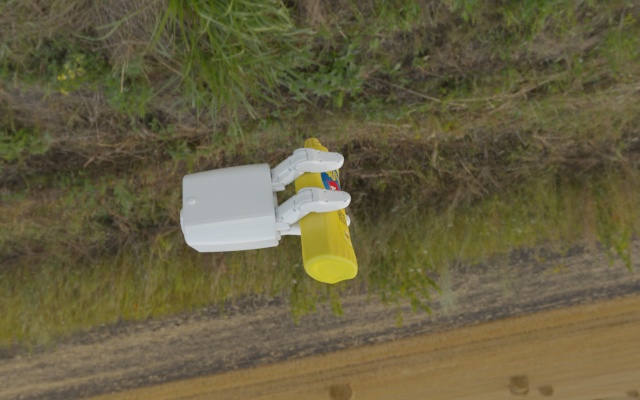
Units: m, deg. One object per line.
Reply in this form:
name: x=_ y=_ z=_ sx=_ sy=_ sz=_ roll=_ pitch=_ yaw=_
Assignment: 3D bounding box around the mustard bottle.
mustard bottle: x=0.000 y=0.002 z=0.607 sx=0.058 sy=0.191 sz=0.096 roll=-18 pitch=-30 yaw=16
